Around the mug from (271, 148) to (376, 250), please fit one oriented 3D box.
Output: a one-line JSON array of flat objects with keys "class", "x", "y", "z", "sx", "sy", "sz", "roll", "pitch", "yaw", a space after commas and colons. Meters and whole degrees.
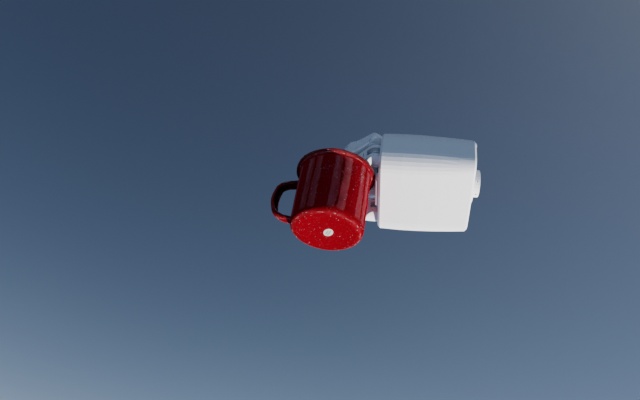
[{"class": "mug", "x": -0.001, "y": 0.002, "z": 0.538, "sx": 0.117, "sy": 0.081, "sz": 0.093, "roll": 2, "pitch": -37, "yaw": 11}]
